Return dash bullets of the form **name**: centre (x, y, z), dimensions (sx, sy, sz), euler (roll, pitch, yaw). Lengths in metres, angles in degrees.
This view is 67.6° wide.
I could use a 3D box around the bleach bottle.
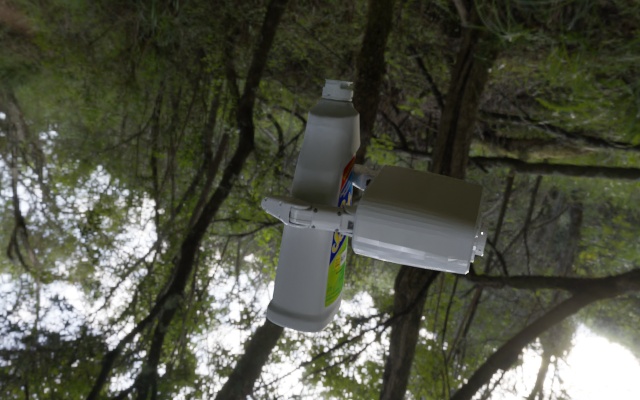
- **bleach bottle**: centre (0.000, 0.002, 0.501), dimensions (0.068, 0.251, 0.102), euler (12, 13, 18)
